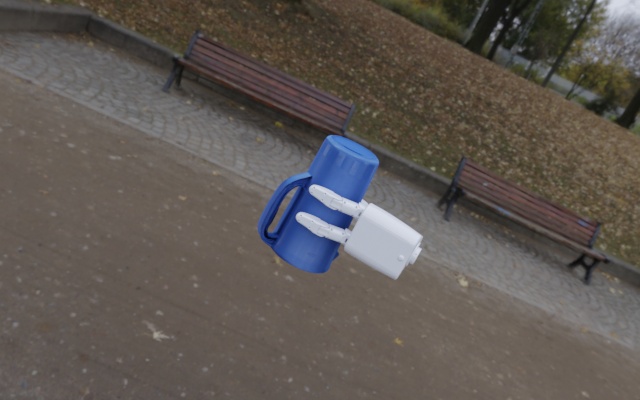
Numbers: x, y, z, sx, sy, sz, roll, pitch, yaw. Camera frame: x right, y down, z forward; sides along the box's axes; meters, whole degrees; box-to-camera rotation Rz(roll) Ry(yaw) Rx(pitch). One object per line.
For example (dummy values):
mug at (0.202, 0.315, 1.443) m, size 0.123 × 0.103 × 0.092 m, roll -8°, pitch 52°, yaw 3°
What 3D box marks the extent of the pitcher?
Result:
pitcher at (0.000, 0.003, 0.893) m, size 0.145 × 0.243 × 0.149 m, roll 31°, pitch 18°, yaw 14°
